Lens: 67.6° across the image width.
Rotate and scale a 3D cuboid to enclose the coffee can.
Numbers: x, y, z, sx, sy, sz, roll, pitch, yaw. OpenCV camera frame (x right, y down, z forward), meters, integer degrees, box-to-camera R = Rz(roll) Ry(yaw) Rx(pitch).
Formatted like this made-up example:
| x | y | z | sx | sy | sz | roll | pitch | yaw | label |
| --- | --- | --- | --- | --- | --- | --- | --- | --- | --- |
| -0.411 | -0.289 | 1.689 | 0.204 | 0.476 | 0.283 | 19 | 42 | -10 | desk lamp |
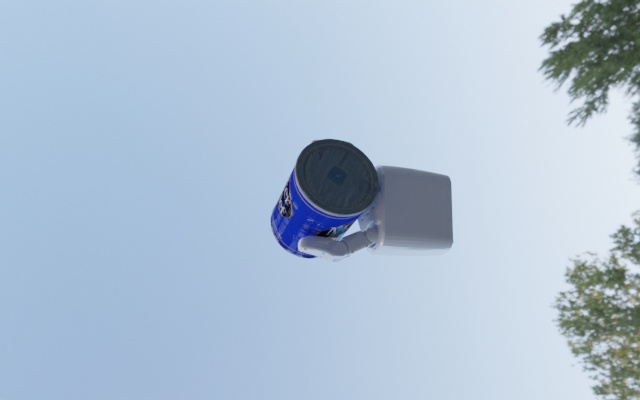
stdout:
| x | y | z | sx | sy | sz | roll | pitch | yaw | label |
| --- | --- | --- | --- | --- | --- | --- | --- | --- | --- |
| 0.000 | 0.002 | 0.613 | 0.103 | 0.102 | 0.140 | 0 | -27 | -19 | coffee can |
